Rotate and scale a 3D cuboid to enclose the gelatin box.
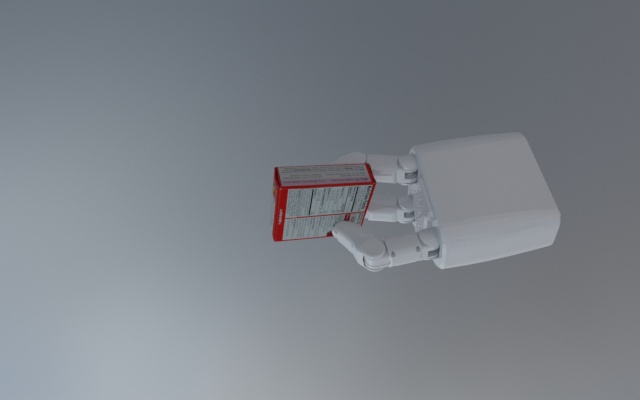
[{"bbox_3d":[0.000,0.002,0.441,0.089,0.030,0.073,-4,-42,-14],"label":"gelatin box"}]
